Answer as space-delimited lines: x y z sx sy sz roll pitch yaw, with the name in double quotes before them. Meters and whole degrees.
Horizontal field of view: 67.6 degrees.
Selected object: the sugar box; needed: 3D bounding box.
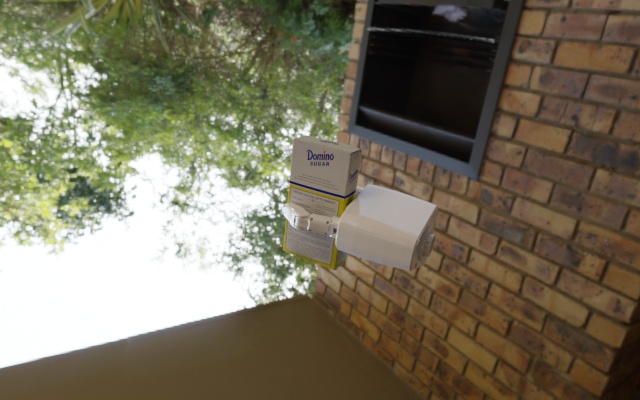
"sugar box" 0.000 0.002 0.686 0.093 0.176 0.048 17 21 23
